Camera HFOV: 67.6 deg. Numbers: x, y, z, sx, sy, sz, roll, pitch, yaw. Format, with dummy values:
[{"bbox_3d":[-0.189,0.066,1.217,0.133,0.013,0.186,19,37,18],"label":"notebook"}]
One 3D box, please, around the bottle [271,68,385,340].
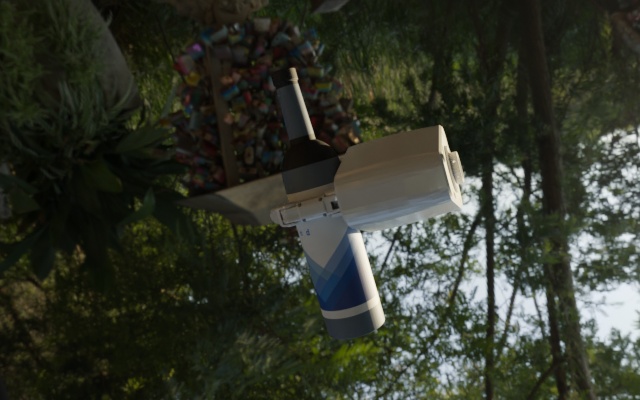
[{"bbox_3d":[0.000,0.002,0.527,0.069,0.296,0.069,-16,5,1],"label":"bottle"}]
